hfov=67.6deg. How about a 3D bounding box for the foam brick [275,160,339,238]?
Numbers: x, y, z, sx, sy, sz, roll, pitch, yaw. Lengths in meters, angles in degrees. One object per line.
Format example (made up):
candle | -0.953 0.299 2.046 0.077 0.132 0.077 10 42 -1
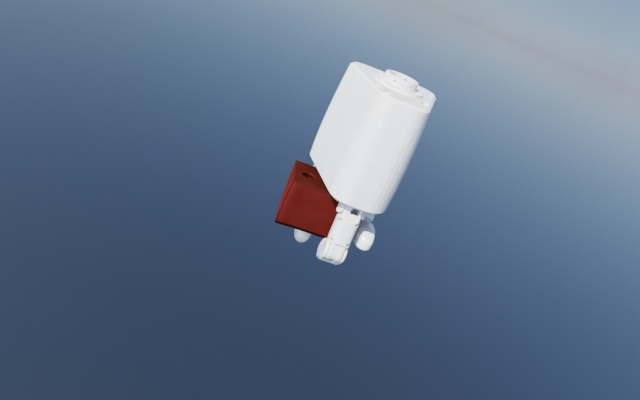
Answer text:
foam brick | 0.000 0.002 0.488 0.078 0.051 0.053 19 28 -9
